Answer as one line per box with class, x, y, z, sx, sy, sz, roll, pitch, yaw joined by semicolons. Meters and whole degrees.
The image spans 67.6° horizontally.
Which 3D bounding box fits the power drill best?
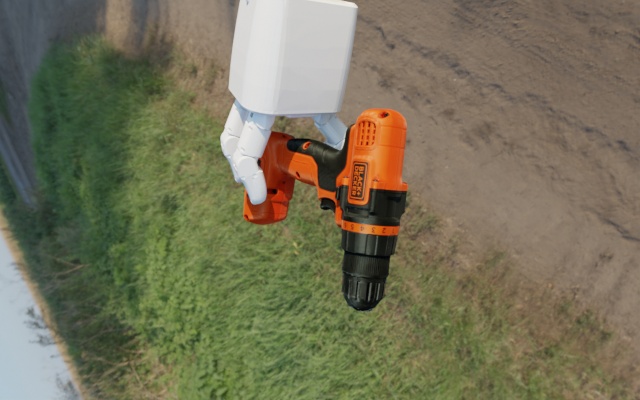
power drill;0.000;0.001;0.482;0.187;0.184;0.057;10;4;43
